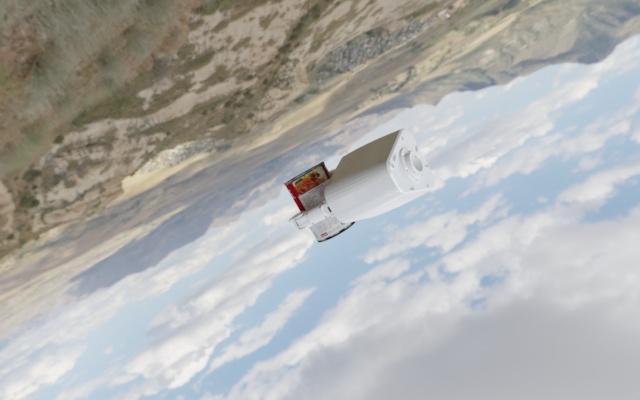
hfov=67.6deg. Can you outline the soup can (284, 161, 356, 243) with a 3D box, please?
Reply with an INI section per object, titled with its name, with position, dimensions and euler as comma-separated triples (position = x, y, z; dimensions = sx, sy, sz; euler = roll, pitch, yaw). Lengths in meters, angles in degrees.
[soup can]
position = 0.000, 0.003, 0.708
dimensions = 0.068, 0.102, 0.068
euler = -29, 5, 3
